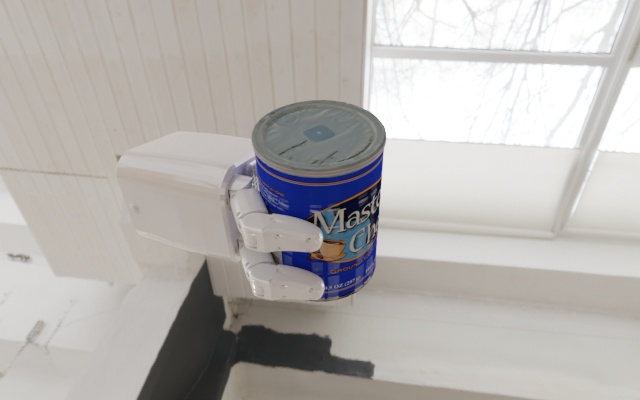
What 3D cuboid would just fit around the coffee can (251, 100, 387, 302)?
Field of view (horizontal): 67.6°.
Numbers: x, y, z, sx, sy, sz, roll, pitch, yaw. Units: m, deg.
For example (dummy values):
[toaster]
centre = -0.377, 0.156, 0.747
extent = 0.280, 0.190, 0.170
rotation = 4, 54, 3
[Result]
[coffee can]
centre = 0.000, 0.001, 0.406
extent = 0.103, 0.140, 0.102
rotation = -1, 39, 1
